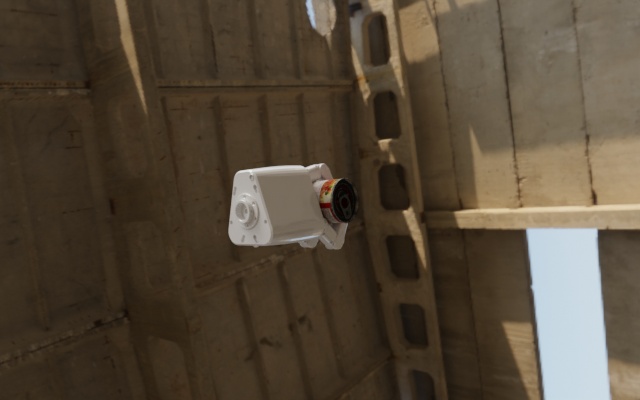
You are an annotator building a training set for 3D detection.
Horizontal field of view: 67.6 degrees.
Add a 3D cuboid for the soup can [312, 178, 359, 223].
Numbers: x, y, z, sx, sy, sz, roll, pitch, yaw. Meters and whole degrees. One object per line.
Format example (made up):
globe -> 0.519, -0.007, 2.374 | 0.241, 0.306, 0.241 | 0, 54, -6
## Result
soup can -> 0.000, 0.002, 0.748 | 0.102, 0.068, 0.068 | -3, -2, 40
